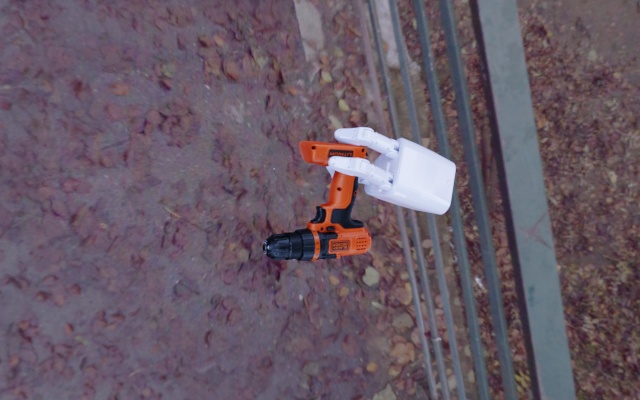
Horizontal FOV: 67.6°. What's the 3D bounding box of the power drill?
[{"bbox_3d":[0.000,0.002,0.749,0.184,0.188,0.057,-2,13,-28],"label":"power drill"}]
